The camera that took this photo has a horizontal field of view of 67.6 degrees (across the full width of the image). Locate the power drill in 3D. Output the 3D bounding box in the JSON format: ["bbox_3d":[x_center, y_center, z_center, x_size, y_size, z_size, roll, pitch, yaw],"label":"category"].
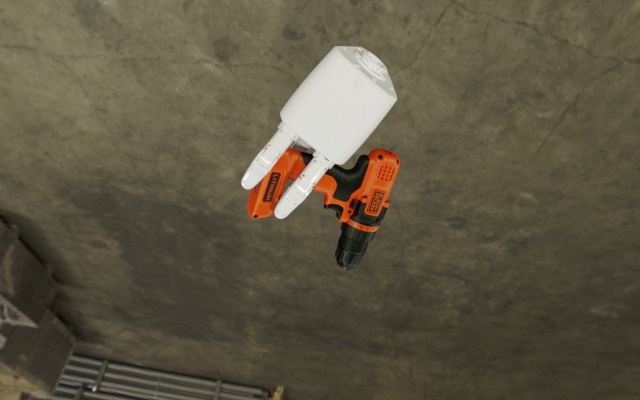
[{"bbox_3d":[0.000,0.002,0.652,0.187,0.184,0.057,12,19,-20],"label":"power drill"}]
